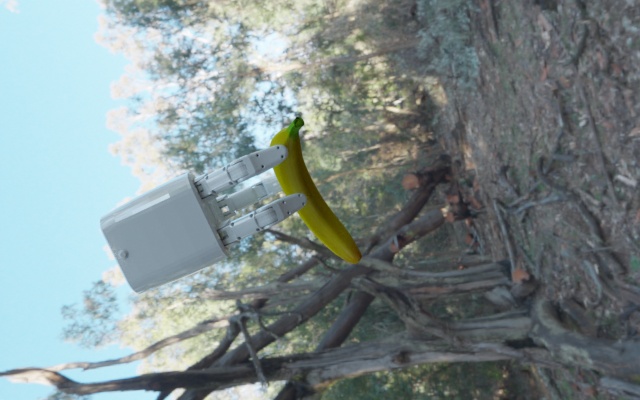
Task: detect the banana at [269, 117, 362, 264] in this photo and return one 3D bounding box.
[{"bbox_3d":[-0.012,-0.005,0.546,0.037,0.198,0.069,-39,32,-21],"label":"banana"}]
